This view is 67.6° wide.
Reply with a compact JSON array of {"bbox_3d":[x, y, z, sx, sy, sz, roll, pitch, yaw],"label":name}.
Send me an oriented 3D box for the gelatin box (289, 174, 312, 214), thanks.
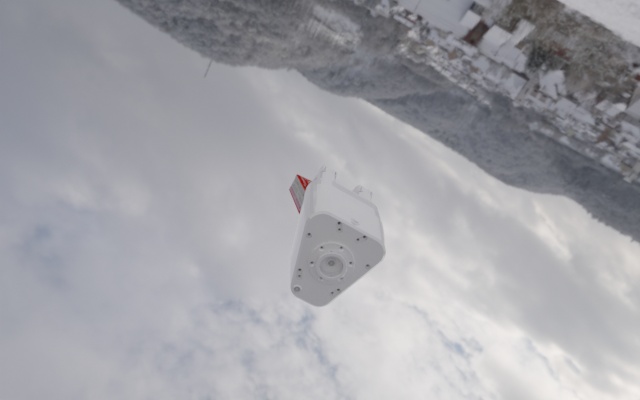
[{"bbox_3d":[0.000,0.002,0.668,0.073,0.030,0.089,23,15,-21],"label":"gelatin box"}]
